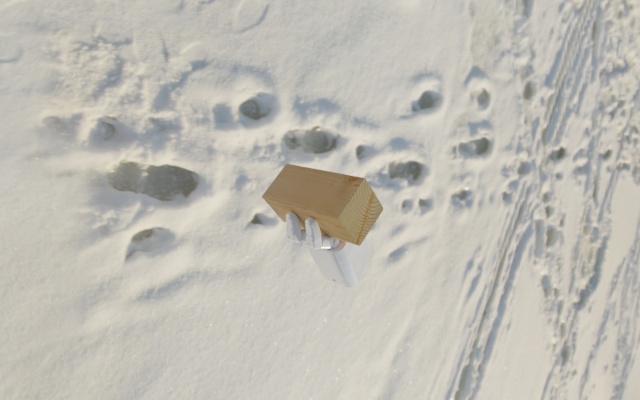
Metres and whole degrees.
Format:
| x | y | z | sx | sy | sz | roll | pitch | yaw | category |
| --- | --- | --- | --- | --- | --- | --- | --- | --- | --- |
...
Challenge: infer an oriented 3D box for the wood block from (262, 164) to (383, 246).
| x | y | z | sx | sy | sz | roll | pitch | yaw | category |
| --- | --- | --- | --- | --- | --- | --- | --- | --- | --- |
| 0.001 | 0.003 | 0.898 | 0.206 | 0.090 | 0.090 | 14 | -30 | 44 | wood block |
